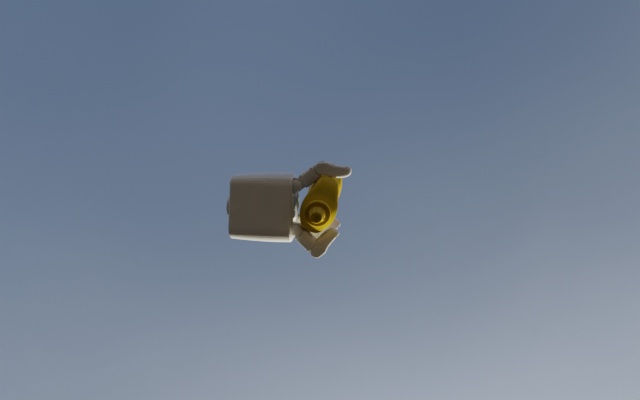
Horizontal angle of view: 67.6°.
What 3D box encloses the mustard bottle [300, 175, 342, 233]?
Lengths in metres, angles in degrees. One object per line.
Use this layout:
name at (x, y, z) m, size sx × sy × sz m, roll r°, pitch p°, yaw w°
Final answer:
mustard bottle at (0.000, 0.003, 0.805) m, size 0.058 × 0.096 × 0.191 m, roll 25°, pitch 15°, yaw -2°
